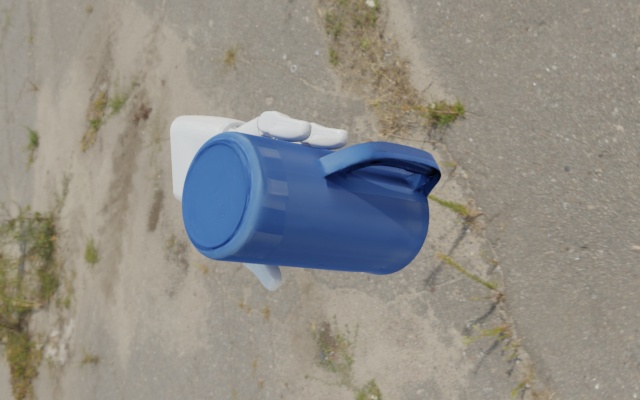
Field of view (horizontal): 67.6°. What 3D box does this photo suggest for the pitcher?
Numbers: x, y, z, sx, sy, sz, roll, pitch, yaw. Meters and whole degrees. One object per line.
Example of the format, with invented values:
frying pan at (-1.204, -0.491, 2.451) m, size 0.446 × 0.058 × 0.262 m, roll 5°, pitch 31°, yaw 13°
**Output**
pitcher at (0.000, 0.002, 0.471) m, size 0.145 × 0.149 × 0.243 m, roll 19°, pitch 7°, yaw 42°
